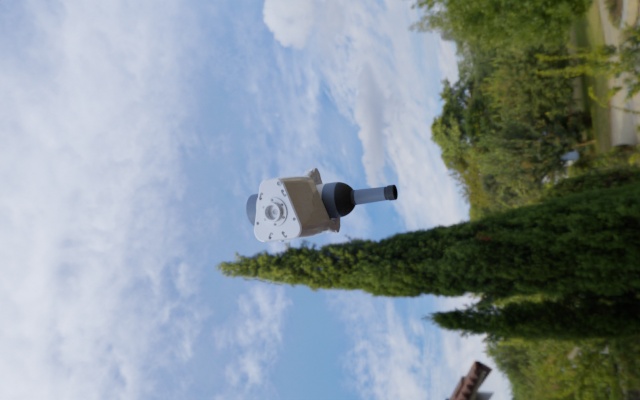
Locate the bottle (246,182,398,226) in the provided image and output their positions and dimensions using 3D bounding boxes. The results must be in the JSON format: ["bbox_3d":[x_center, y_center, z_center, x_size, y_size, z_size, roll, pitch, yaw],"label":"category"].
[{"bbox_3d":[0.000,0.003,0.898,0.296,0.069,0.069,-8,-3,26],"label":"bottle"}]
